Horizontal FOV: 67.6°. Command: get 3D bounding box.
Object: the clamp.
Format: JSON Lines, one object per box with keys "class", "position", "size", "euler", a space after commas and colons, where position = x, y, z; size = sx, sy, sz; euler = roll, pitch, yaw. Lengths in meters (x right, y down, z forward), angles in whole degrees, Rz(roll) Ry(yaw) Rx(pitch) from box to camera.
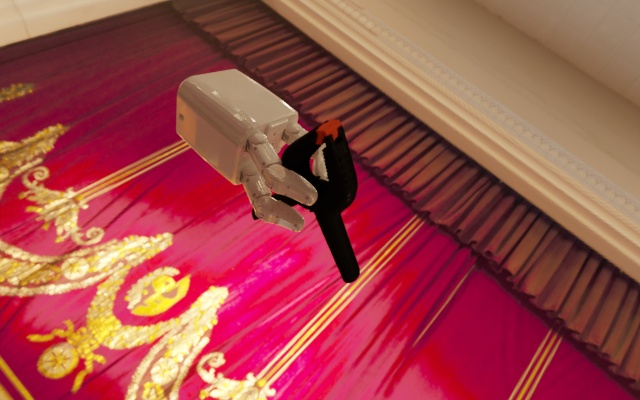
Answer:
{"class": "clamp", "position": [0.000, 0.001, 0.544], "size": [0.164, 0.210, 0.036], "euler": [36, 51, 11]}
